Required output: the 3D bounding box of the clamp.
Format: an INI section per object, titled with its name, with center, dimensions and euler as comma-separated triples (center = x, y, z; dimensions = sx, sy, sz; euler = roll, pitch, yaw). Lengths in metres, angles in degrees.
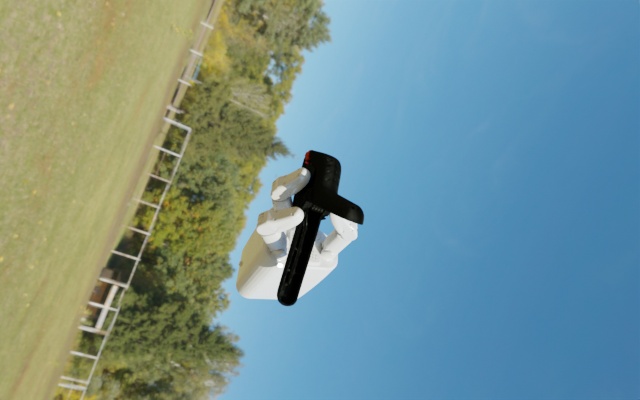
[clamp]
center = 0.001, 0.002, 0.574
dimensions = 0.036, 0.209, 0.165
euler = 23, -46, -20
